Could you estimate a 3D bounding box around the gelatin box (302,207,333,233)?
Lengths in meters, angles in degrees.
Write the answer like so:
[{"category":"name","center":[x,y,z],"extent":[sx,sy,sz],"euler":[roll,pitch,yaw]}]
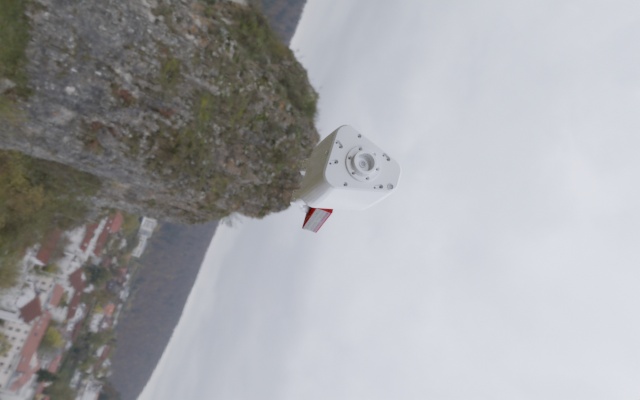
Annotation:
[{"category":"gelatin box","center":[0.000,0.003,0.793],"extent":[0.030,0.073,0.089],"euler":[19,-30,-9]}]
